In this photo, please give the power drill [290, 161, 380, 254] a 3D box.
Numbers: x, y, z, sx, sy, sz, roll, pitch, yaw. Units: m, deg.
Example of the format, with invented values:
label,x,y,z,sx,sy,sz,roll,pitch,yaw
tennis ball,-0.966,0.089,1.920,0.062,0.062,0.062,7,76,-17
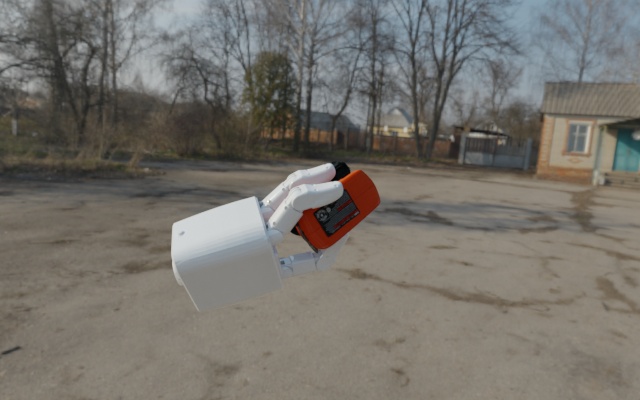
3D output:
label,x,y,z,sx,sy,sz,roll,pitch,yaw
power drill,0.000,0.002,0.638,0.184,0.057,0.187,-40,13,-19
